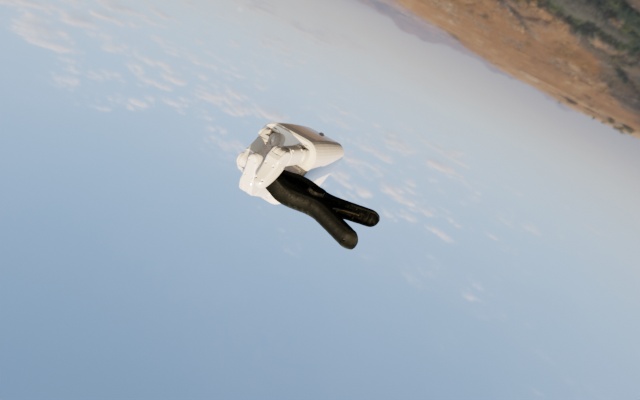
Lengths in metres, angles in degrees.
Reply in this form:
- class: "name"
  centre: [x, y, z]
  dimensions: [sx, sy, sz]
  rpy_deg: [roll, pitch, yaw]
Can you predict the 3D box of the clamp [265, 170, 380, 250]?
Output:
- class: "clamp"
  centre: [0.000, 0.003, 0.640]
  dimensions: [0.171, 0.039, 0.120]
  rpy_deg: [35, 17, 20]
